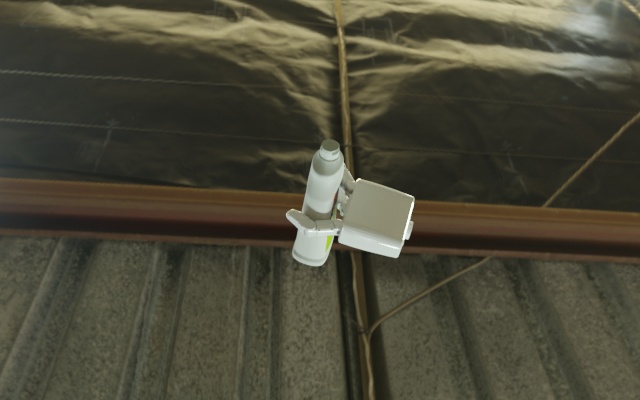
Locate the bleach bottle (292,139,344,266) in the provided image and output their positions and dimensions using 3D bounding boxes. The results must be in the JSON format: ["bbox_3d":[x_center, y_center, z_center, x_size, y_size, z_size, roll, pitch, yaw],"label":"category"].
[{"bbox_3d":[0.000,0.003,0.837,0.068,0.102,0.251,16,-42,7],"label":"bleach bottle"}]
